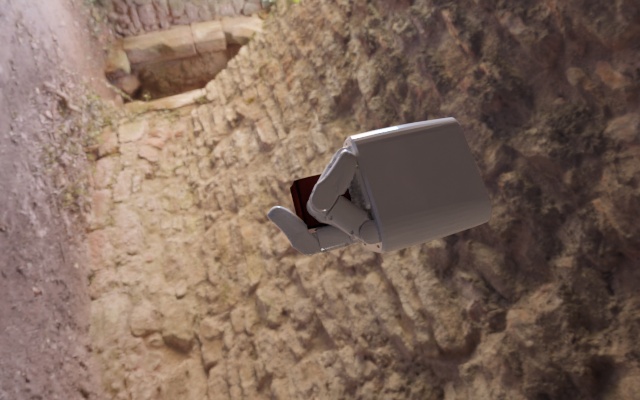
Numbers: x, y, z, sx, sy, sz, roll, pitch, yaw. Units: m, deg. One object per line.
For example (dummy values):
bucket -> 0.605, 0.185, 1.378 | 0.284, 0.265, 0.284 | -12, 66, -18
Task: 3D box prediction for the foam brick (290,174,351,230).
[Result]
foam brick -> 0.000, 0.002, 0.503 | 0.051, 0.053, 0.078 | -14, -1, -8
